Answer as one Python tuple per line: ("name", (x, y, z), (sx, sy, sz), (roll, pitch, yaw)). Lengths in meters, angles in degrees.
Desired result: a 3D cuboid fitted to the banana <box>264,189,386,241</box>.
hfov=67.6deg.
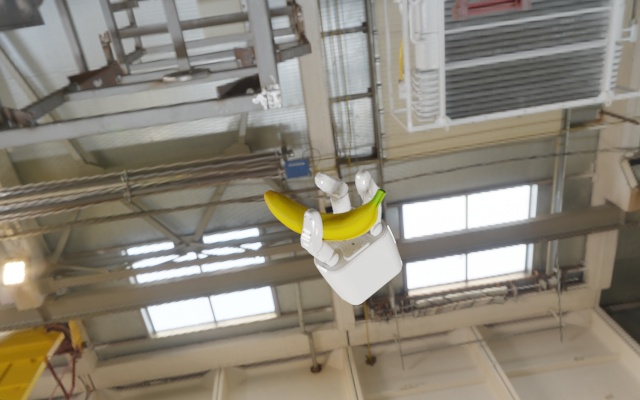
("banana", (0.001, 0.020, 0.662), (0.198, 0.069, 0.037), (0, -12, 32))
